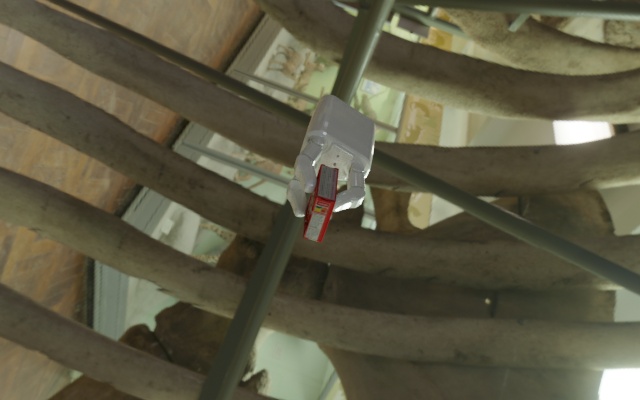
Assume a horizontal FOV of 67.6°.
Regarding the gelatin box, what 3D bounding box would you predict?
[{"bbox_3d":[0.001,0.003,0.670,0.030,0.073,0.089,15,34,-6],"label":"gelatin box"}]
